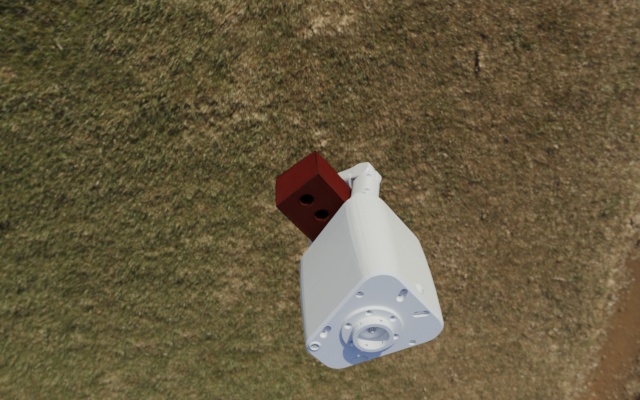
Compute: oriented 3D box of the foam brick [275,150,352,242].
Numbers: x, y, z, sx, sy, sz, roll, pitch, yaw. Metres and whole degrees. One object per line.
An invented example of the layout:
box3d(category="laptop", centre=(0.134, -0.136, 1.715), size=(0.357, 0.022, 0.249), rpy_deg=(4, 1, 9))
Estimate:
box3d(category="foam brick", centre=(0.000, 0.001, 0.468), size=(0.053, 0.078, 0.051), rpy_deg=(-36, 27, 18))
